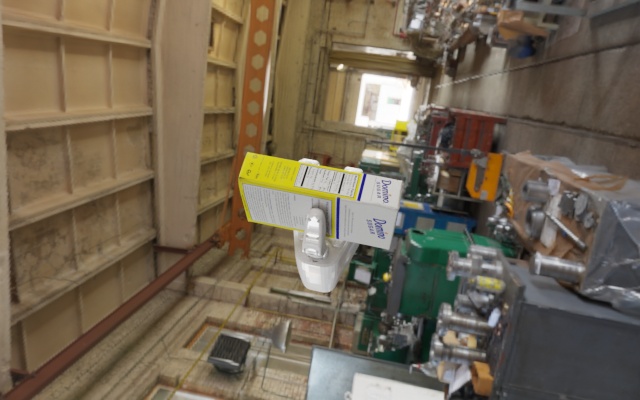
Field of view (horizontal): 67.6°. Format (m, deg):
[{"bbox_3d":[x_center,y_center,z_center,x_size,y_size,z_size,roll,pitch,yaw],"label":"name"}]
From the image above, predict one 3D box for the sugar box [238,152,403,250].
[{"bbox_3d":[0.000,0.001,0.545,0.176,0.048,0.093,9,-32,6],"label":"sugar box"}]
